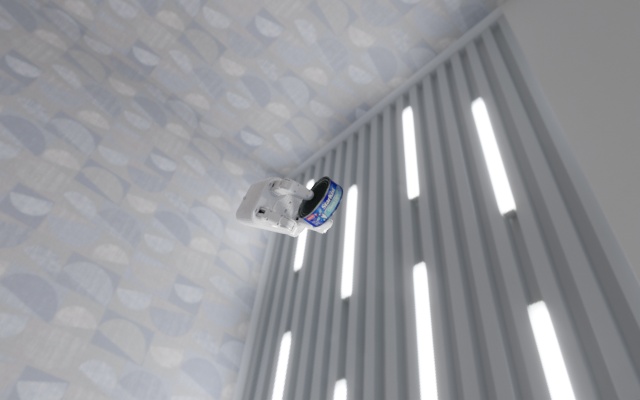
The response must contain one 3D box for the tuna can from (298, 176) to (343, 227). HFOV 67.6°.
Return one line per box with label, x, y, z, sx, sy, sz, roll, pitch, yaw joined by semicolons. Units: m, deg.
tuna can;0.001;0.003;0.820;0.034;0.086;0.086;35;-13;-19
